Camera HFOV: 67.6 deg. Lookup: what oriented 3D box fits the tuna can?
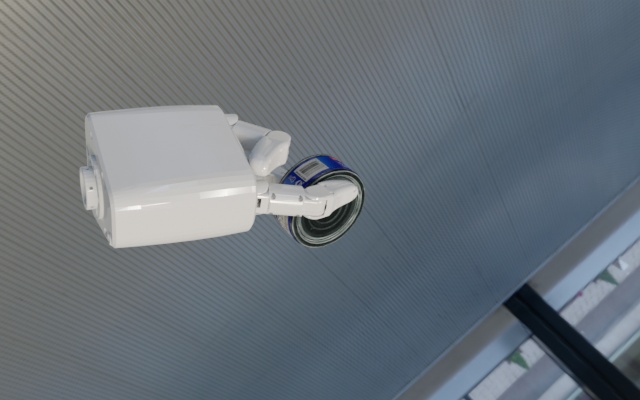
[{"bbox_3d":[0.000,0.002,0.452,0.086,0.086,0.033,0,28,-39],"label":"tuna can"}]
